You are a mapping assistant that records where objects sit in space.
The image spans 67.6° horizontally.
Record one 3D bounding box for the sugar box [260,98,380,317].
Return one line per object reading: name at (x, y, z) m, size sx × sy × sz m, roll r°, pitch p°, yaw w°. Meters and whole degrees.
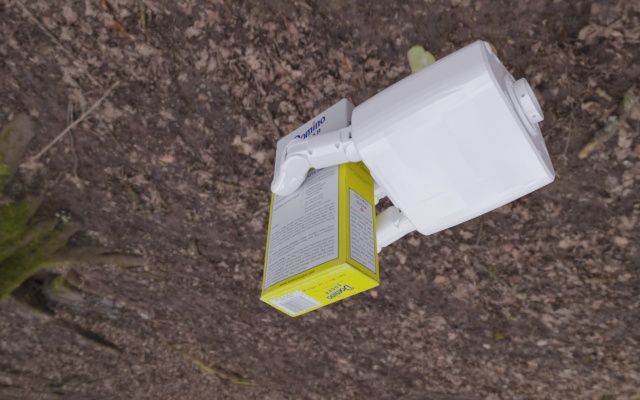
sugar box at (0.001, 0.002, 0.414) m, size 0.093 × 0.176 × 0.048 m, roll -27°, pitch -49°, yaw 33°
